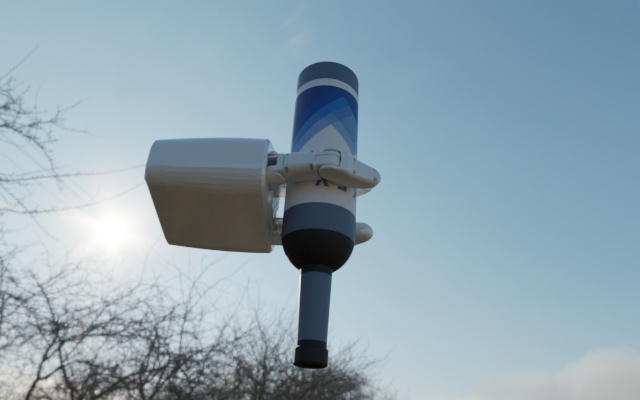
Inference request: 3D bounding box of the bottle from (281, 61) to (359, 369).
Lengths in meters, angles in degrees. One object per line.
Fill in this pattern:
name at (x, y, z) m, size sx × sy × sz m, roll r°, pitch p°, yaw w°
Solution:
bottle at (0.000, 0.001, 0.445) m, size 0.069 × 0.295 × 0.069 m, roll 3°, pitch -29°, yaw 2°
